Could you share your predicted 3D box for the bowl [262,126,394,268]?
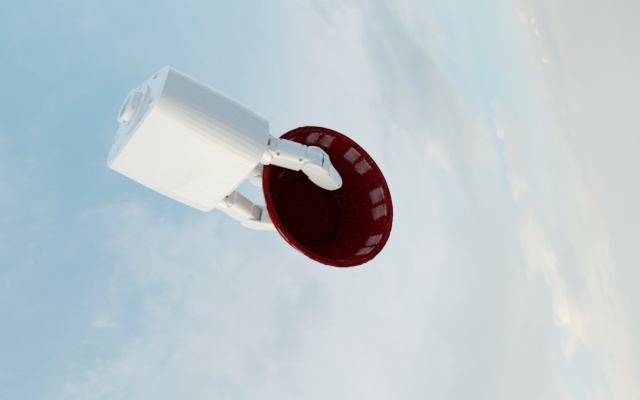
[{"bbox_3d":[0.001,0.003,0.523,0.162,0.162,0.055,0,-22,-32],"label":"bowl"}]
